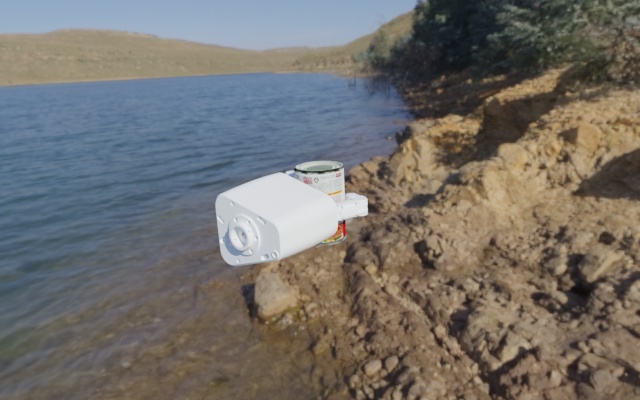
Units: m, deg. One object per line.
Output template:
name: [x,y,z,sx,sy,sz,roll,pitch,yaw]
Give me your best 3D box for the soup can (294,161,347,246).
soup can: [0.000,0.002,0.652,0.068,0.102,0.068,-3,16,1]
